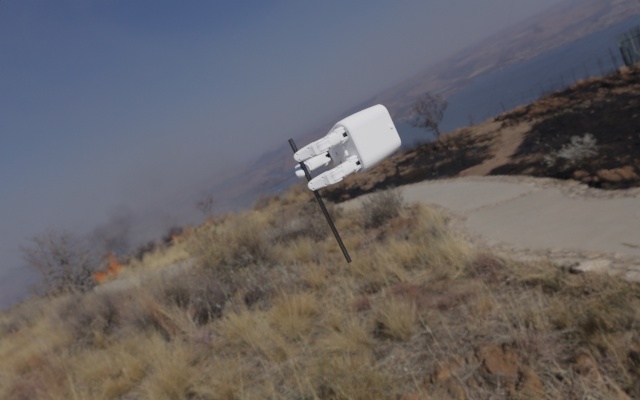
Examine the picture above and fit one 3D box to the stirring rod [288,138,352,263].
[{"bbox_3d":[0.000,0.003,0.829,0.011,0.239,0.011,-25,9,4],"label":"stirring rod"}]
